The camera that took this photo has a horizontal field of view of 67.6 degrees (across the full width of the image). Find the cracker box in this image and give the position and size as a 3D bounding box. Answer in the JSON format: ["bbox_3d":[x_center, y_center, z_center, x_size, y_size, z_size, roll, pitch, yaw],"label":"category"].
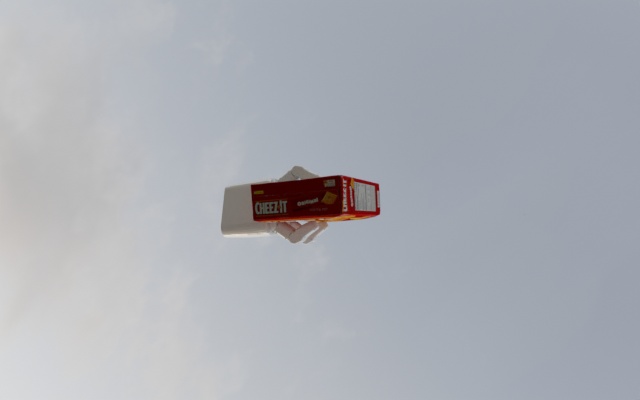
[{"bbox_3d":[0.000,0.003,0.859,0.164,0.072,0.214,-5,-4,23],"label":"cracker box"}]
